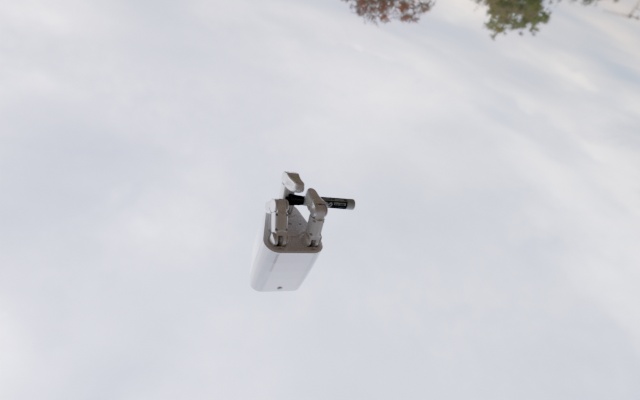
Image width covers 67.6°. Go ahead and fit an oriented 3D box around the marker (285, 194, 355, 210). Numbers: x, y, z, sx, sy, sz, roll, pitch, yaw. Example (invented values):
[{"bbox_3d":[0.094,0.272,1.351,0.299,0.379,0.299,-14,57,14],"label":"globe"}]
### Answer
[{"bbox_3d":[0.000,0.002,0.775,0.121,0.020,0.020,5,-2,-26],"label":"marker"}]
